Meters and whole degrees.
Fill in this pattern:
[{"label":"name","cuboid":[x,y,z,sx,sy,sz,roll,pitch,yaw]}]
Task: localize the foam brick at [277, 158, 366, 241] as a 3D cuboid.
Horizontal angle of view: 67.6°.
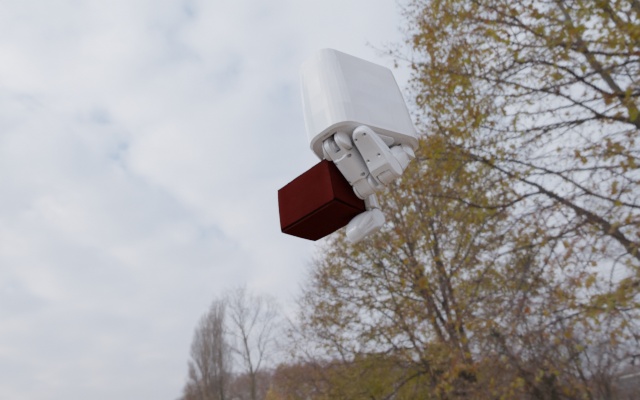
[{"label":"foam brick","cuboid":[0.000,0.002,0.502,0.078,0.051,0.053,-31,-35,32]}]
